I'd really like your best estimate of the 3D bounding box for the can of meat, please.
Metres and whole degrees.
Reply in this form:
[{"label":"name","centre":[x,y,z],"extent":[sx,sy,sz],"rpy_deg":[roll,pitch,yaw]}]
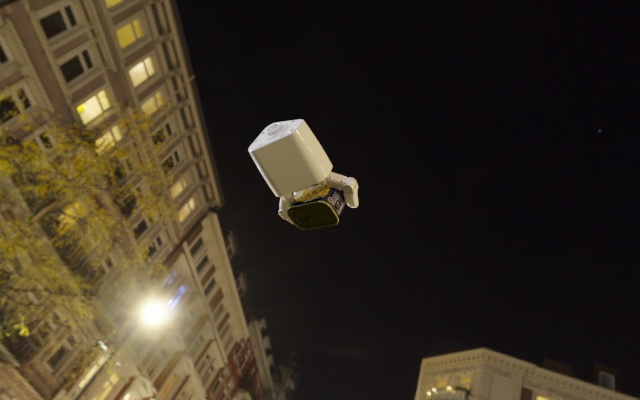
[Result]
[{"label":"can of meat","centre":[0.000,0.003,0.891],"extent":[0.102,0.057,0.084],"rpy_deg":[-12,33,37]}]
